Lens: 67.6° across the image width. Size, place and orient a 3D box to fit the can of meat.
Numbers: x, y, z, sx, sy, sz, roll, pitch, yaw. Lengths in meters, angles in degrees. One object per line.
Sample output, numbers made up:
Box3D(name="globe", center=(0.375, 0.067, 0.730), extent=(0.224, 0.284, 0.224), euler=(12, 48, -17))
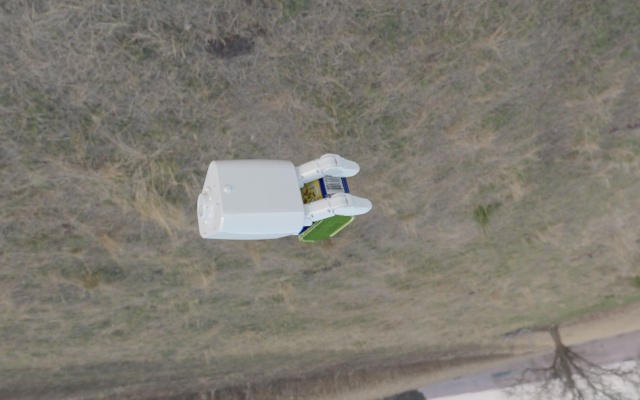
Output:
Box3D(name="can of meat", center=(0.000, 0.003, 0.668), extent=(0.057, 0.084, 0.102), euler=(2, -27, -31))
